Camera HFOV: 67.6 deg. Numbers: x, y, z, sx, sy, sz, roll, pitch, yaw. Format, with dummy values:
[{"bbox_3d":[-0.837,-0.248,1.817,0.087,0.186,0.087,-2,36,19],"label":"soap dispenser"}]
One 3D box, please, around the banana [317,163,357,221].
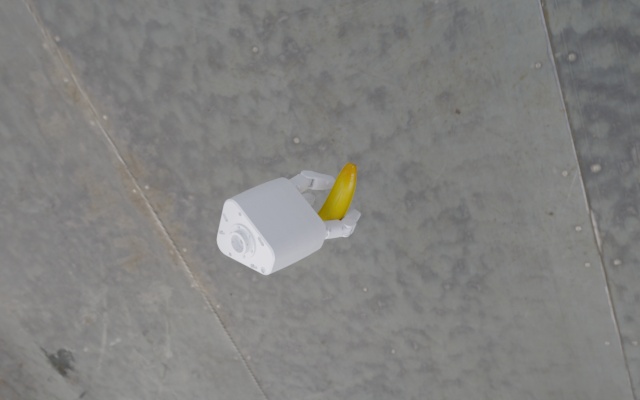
[{"bbox_3d":[0.004,0.020,0.744,0.037,0.069,0.198,-3,-28,-35],"label":"banana"}]
